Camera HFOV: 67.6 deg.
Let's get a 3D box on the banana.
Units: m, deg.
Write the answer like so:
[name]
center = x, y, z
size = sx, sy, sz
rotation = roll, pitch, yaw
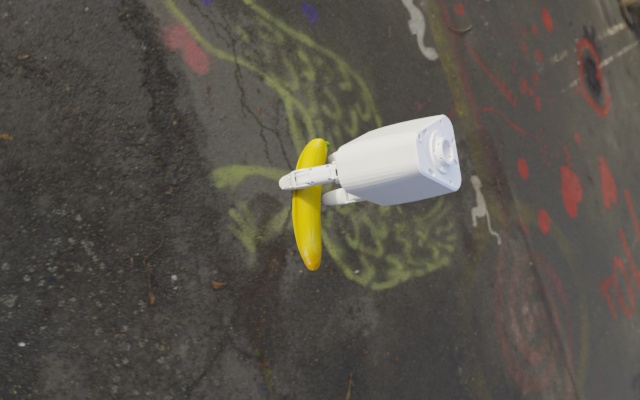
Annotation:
[banana]
center = -0.010, -0.008, 0.647
size = 0.037, 0.197, 0.070
rotation = -8, -26, 35
